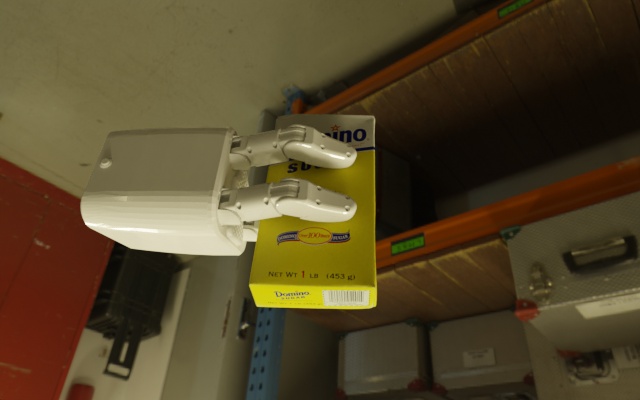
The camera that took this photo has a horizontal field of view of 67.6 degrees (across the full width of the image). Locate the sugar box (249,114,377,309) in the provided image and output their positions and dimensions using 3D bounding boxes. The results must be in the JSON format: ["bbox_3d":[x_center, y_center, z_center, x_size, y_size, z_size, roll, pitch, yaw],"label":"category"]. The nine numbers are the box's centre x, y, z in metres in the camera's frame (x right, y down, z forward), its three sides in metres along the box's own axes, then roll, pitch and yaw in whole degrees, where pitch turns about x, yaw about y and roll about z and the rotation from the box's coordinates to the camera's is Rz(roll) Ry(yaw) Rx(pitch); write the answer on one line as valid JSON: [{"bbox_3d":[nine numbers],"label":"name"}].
[{"bbox_3d":[0.000,0.001,0.400,0.093,0.176,0.048,1,-34,4],"label":"sugar box"}]
